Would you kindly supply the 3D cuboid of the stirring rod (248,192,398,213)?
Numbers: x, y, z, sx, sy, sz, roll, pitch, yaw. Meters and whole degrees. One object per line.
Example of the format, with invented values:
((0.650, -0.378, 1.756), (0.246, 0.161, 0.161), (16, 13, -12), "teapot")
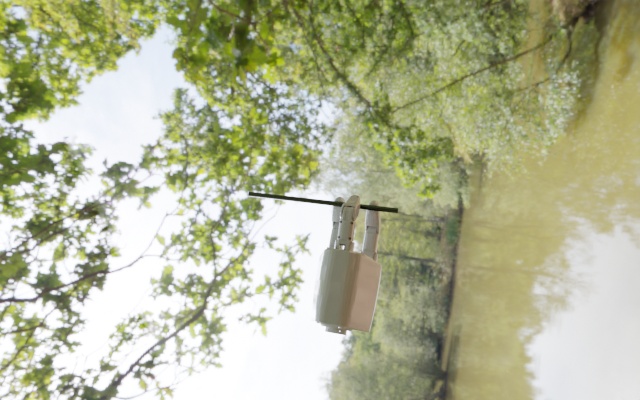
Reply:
((0.000, 0.003, 0.746), (0.239, 0.011, 0.011), (6, 1, 14), "stirring rod")
